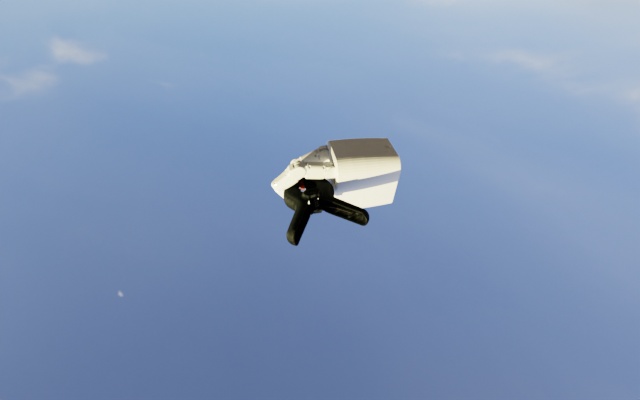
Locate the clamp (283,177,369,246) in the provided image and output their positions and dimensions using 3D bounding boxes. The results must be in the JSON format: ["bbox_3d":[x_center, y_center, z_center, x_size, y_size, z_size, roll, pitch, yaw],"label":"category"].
[{"bbox_3d":[0.000,0.003,0.722,0.120,0.039,0.171,-6,35,-8],"label":"clamp"}]
